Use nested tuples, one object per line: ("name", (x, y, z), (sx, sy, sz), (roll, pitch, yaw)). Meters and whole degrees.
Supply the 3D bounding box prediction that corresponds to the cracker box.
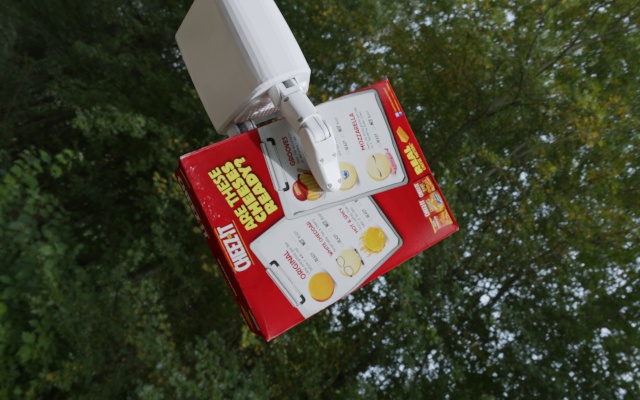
("cracker box", (0.000, 0.001, 0.444), (0.213, 0.164, 0.072), (-26, 0, -22))
